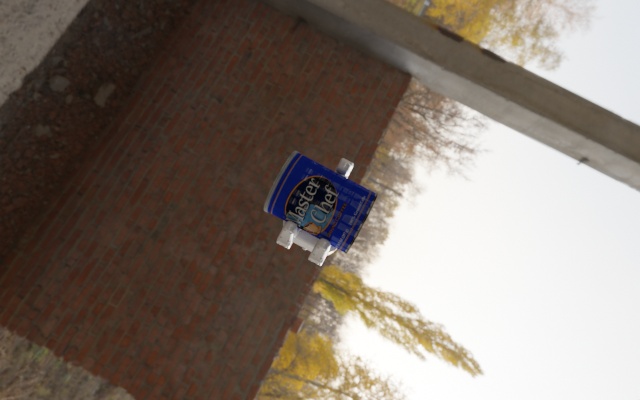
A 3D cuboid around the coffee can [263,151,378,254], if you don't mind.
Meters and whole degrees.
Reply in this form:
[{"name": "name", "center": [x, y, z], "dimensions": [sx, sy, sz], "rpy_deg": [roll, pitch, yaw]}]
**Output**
[{"name": "coffee can", "center": [0.000, 0.002, 0.716], "dimensions": [0.140, 0.103, 0.103], "rpy_deg": [28, 1, 3]}]
